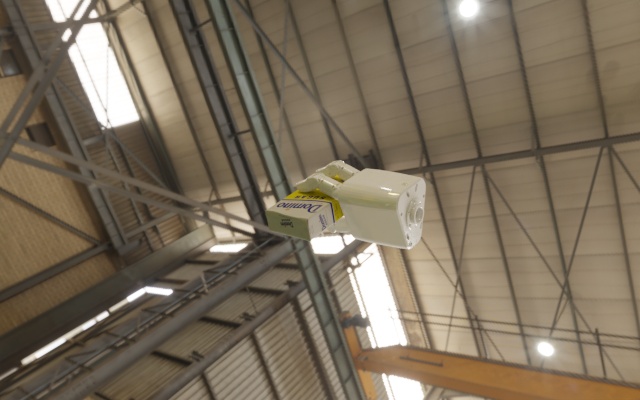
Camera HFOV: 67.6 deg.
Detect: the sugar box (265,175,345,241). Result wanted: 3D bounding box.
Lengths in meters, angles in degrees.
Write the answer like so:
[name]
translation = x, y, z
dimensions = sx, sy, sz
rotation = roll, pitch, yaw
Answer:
[sugar box]
translation = 0.000, 0.002, 0.813
dimensions = 0.093, 0.048, 0.176
rotation = 11, 30, 37
